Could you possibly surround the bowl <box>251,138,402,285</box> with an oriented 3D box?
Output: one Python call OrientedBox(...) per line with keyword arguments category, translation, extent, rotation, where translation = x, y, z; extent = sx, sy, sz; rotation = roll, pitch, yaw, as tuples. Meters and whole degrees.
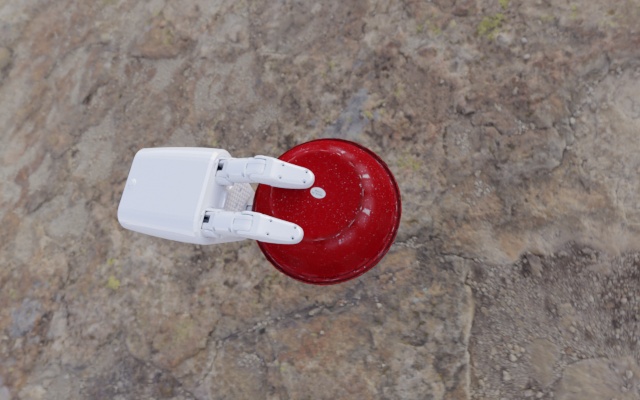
OrientedBox(category="bowl", translation=(0.001, 0.001, 0.482), extent=(0.162, 0.162, 0.055), rotation=(0, -16, 10))
